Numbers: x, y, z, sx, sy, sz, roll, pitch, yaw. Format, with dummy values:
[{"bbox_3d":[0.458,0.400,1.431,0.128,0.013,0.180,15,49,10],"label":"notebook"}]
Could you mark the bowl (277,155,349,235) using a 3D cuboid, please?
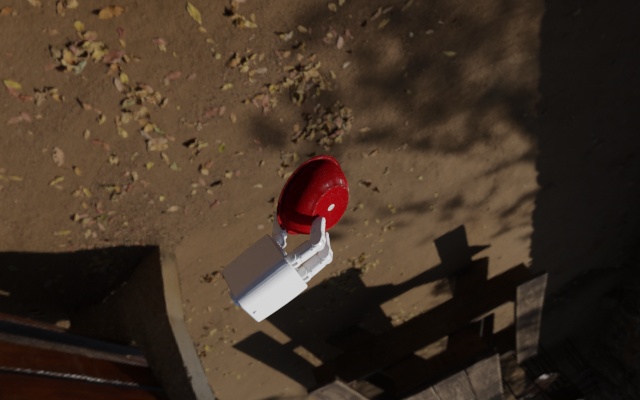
[{"bbox_3d":[0.001,0.002,0.853,0.055,0.162,0.162,33,20,34],"label":"bowl"}]
